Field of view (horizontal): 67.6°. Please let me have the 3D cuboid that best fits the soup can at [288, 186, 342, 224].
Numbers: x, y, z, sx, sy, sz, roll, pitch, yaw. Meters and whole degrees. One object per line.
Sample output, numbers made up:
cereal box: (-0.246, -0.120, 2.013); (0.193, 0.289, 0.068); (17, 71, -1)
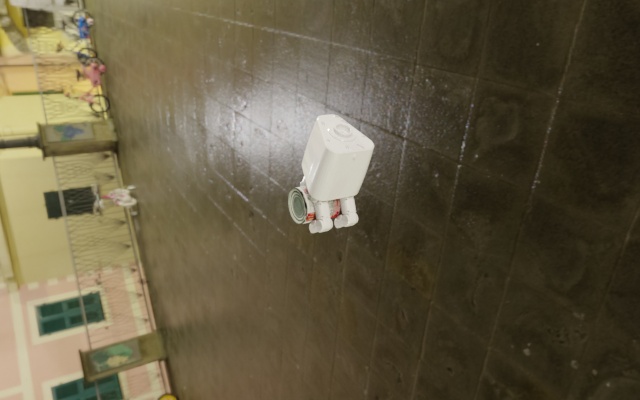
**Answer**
soup can: (0.000, 0.003, 0.882); (0.102, 0.068, 0.068); (-10, 5, -30)
